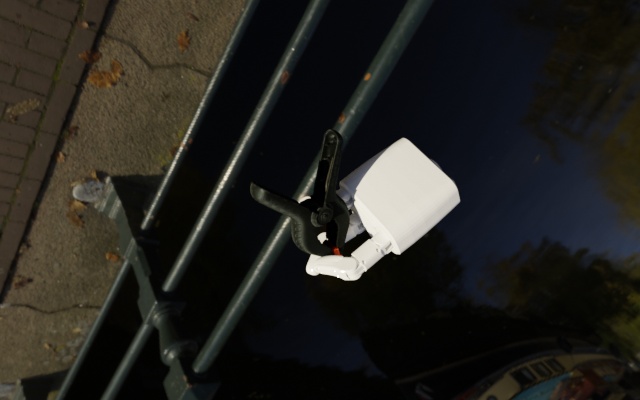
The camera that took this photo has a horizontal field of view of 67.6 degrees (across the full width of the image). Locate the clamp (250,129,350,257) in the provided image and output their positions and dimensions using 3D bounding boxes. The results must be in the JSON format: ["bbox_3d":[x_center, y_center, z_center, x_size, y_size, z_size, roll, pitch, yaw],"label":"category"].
[{"bbox_3d":[0.000,0.002,0.563,0.039,0.120,0.172,44,-10,43],"label":"clamp"}]
